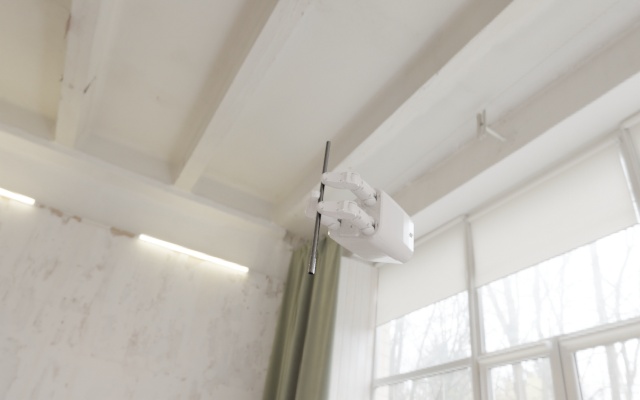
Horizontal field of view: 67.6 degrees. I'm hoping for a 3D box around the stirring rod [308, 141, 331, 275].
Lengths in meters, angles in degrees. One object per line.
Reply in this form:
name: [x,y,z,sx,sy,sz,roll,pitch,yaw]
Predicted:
stirring rod: [0.000,0.003,0.737,0.011,0.239,0.011,5,-33,4]
